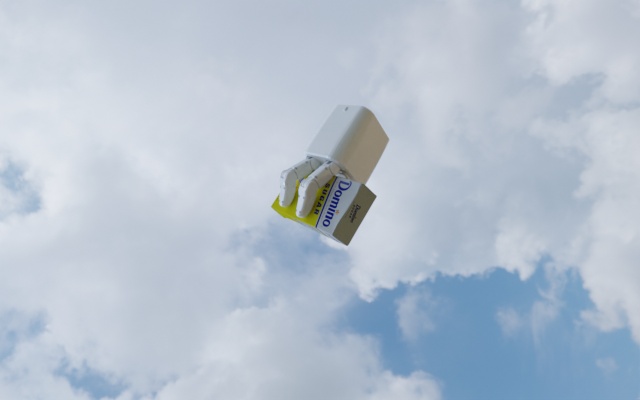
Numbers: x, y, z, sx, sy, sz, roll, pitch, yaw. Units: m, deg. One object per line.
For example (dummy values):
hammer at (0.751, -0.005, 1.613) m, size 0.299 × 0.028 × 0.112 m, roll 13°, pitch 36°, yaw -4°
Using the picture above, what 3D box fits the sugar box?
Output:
sugar box at (0.000, 0.002, 0.773) m, size 0.048 × 0.093 × 0.176 m, roll 38°, pitch -12°, yaw -36°
